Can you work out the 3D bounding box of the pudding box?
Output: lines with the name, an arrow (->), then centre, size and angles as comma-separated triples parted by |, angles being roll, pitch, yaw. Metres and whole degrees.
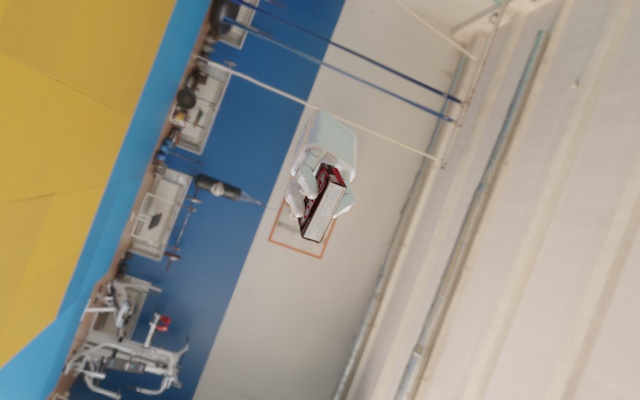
pudding box -> 0.000, 0.003, 0.810 | 0.039, 0.113, 0.090 | 18, 20, -15
